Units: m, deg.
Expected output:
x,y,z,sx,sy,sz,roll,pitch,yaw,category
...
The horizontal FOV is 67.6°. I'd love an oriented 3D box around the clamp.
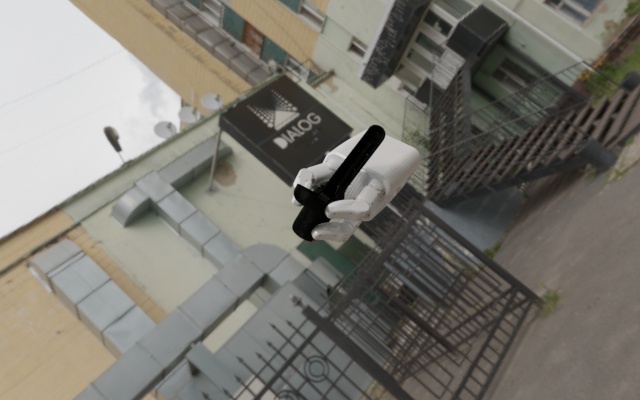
x,y,z,sx,sy,sz,roll,pitch,yaw,category
-0.001,0.002,0.647,0.164,0.036,0.210,-37,-16,-40,clamp
